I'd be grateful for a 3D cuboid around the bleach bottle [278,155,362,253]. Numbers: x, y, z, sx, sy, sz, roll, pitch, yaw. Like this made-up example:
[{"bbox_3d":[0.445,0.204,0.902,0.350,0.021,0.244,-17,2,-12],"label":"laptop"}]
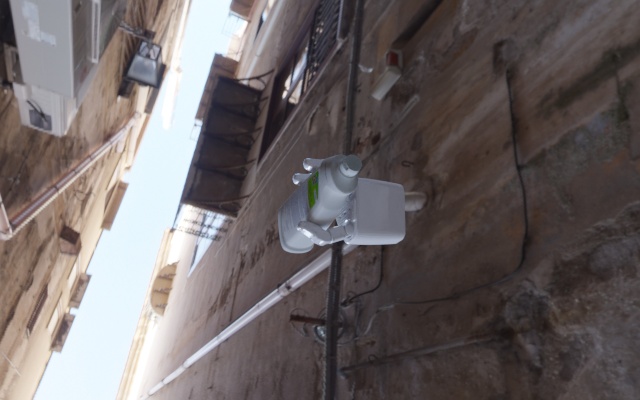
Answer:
[{"bbox_3d":[0.000,0.003,0.825,0.068,0.102,0.251,2,-26,-26],"label":"bleach bottle"}]
